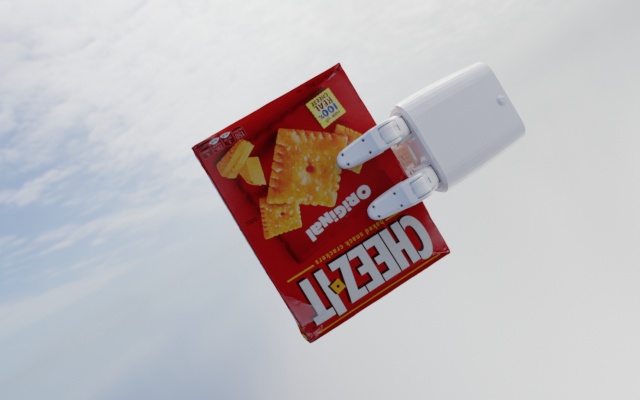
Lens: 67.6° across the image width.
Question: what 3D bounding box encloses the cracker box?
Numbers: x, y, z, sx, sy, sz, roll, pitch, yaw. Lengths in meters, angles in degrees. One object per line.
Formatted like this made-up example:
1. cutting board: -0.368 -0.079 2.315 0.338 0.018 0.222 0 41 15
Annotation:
1. cracker box: 0.000 0.001 0.468 0.164 0.213 0.072 -31 1 -9
